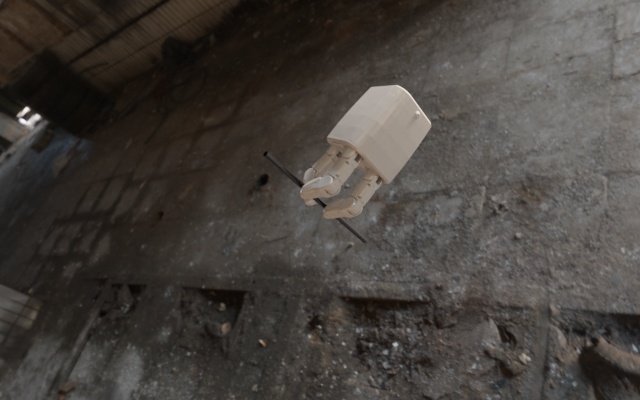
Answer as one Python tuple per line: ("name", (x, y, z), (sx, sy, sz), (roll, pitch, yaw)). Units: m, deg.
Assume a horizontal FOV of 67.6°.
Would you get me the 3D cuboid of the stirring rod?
("stirring rod", (0.000, 0.002, 0.690), (0.011, 0.011, 0.240), (0, -31, 44))
